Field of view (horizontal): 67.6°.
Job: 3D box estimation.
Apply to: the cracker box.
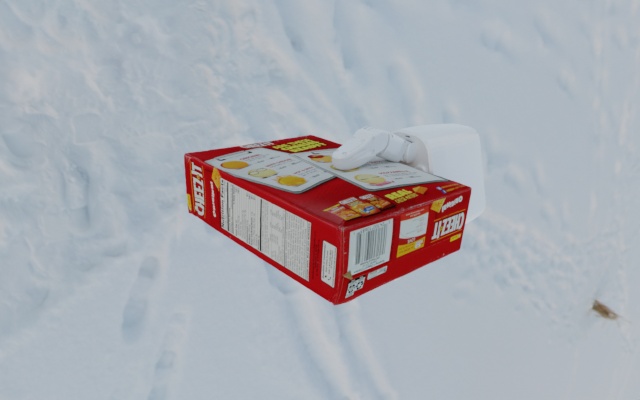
[{"bbox_3d":[0.000,0.001,0.442,0.164,0.072,0.213,-15,27,-41],"label":"cracker box"}]
